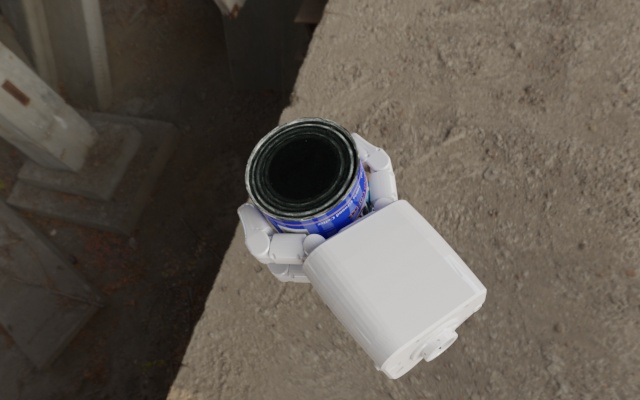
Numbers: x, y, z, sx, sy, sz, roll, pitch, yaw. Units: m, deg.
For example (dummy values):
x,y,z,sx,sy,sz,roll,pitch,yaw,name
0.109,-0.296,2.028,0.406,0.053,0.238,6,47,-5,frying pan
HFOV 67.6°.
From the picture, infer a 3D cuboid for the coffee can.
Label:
x,y,z,sx,sy,sz,roll,pitch,yaw,name
0.000,0.001,0.467,0.103,0.102,0.140,0,-26,16,coffee can
